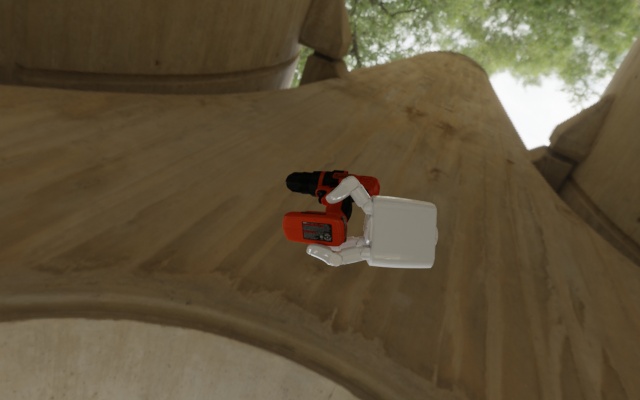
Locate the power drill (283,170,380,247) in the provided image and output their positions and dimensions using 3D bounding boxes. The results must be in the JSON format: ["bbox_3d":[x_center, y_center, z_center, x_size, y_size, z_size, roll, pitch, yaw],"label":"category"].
[{"bbox_3d":[0.000,0.003,0.851,0.184,0.057,0.187,4,32,18],"label":"power drill"}]
